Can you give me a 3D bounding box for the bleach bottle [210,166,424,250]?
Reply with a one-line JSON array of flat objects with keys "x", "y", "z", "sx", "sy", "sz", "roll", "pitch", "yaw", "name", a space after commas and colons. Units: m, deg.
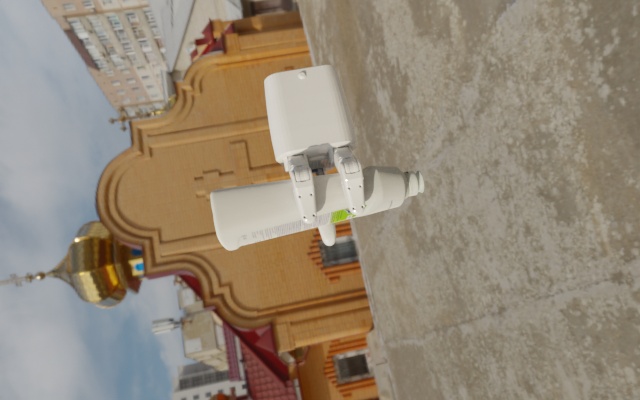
[{"x": 0.000, "y": 0.002, "z": 0.584, "sx": 0.251, "sy": 0.068, "sz": 0.102, "roll": -11, "pitch": -12, "yaw": -6, "name": "bleach bottle"}]
